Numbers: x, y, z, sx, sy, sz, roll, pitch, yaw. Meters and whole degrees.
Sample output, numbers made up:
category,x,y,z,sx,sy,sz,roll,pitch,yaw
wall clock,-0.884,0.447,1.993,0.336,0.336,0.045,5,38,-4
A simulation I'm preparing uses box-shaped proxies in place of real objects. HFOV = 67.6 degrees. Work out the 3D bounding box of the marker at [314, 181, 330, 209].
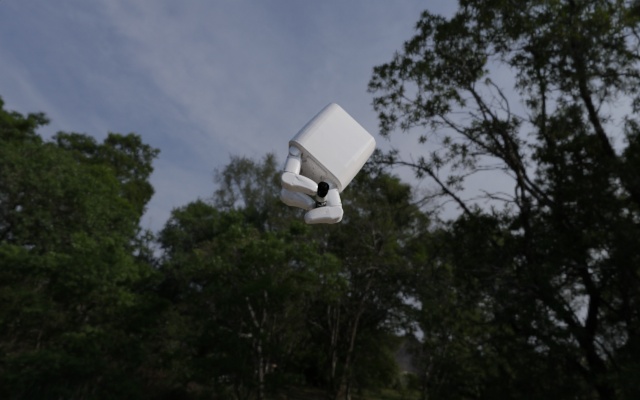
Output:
category,x,y,z,sx,sy,sz,roll,pitch,yaw
marker,0.000,0.003,0.757,0.020,0.020,0.121,0,-25,-5
